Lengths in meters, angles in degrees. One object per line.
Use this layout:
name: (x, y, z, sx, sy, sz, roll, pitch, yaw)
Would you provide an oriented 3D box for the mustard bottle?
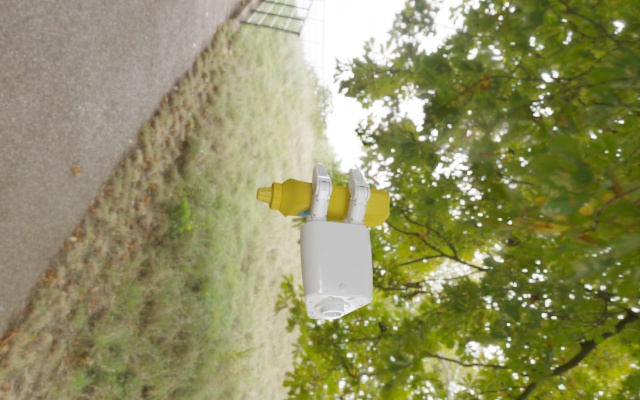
mustard bottle: (0.000, 0.002, 0.718, 0.191, 0.058, 0.096, 6, -7, -14)
